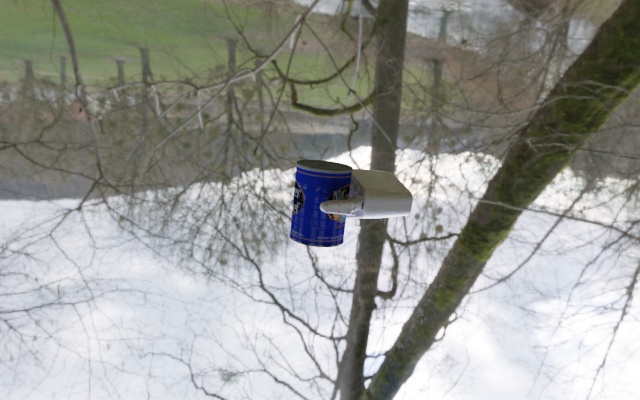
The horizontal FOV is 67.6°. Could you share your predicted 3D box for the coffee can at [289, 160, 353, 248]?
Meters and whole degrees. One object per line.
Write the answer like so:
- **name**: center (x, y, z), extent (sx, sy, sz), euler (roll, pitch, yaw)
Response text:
- **coffee can**: center (0.000, 0.003, 0.871), extent (0.103, 0.140, 0.102), euler (6, 13, -1)
